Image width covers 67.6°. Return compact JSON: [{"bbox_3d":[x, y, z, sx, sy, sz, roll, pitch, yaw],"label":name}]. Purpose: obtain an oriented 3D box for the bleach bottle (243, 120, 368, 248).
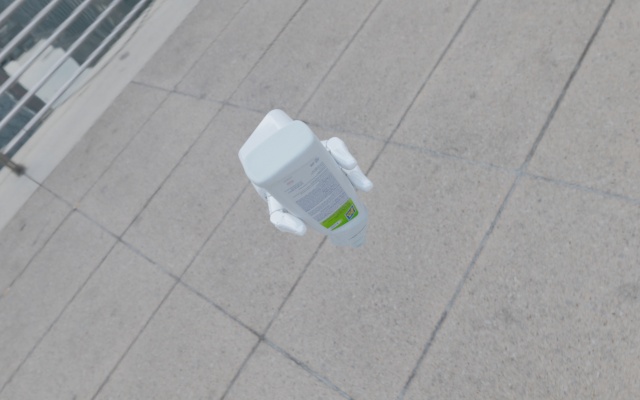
[{"bbox_3d":[0.000,0.002,0.684,0.251,0.102,0.068,51,3,-47],"label":"bleach bottle"}]
